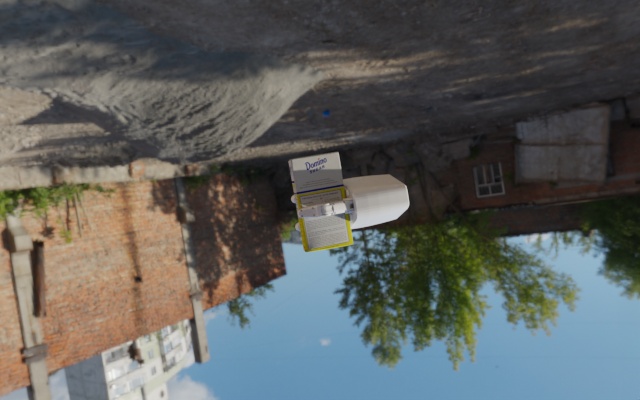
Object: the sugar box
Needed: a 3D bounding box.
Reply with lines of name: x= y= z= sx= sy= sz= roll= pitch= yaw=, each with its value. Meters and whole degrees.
sugar box: x=0.000 y=0.003 z=0.895 sx=0.093 sy=0.176 sz=0.048 roll=-9 pitch=1 yaw=-10
